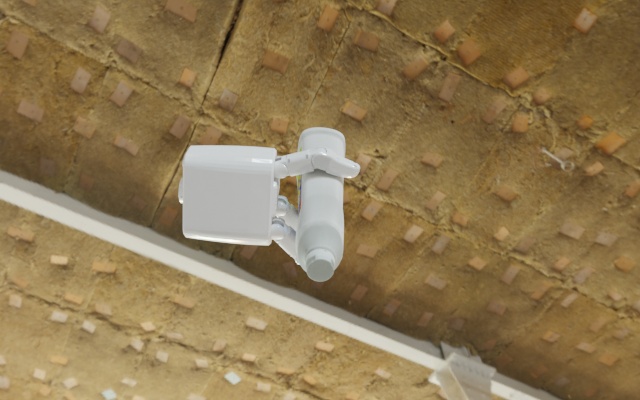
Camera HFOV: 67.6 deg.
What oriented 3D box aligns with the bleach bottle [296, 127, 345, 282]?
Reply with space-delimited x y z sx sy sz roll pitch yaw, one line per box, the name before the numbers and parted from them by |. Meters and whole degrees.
bleach bottle | 0.000 0.002 0.590 0.068 0.103 0.250 4 30 -3
